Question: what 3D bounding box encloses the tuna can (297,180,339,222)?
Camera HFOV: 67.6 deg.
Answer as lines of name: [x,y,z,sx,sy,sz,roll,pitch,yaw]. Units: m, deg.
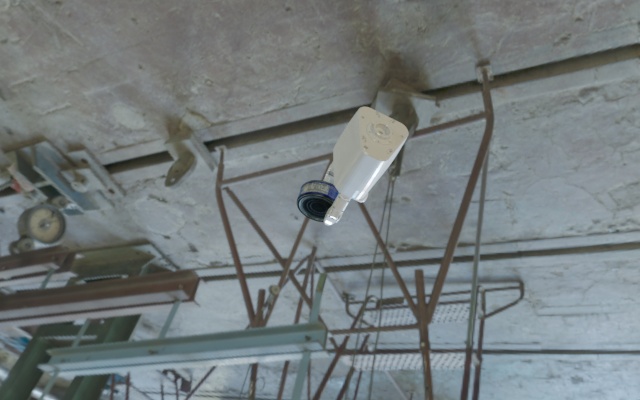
tuna can: [0.000,0.003,0.876,0.086,0.033,0.086,11,-36,8]
